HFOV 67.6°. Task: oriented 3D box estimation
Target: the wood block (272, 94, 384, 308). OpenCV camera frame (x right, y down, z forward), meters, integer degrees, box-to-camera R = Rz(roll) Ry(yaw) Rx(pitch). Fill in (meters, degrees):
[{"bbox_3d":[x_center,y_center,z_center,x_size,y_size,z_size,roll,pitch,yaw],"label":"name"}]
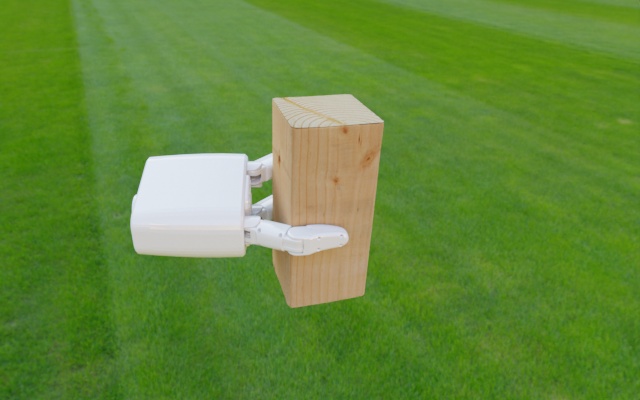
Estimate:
[{"bbox_3d":[0.000,0.002,0.513,0.090,0.206,0.090,-6,30,-16],"label":"wood block"}]
